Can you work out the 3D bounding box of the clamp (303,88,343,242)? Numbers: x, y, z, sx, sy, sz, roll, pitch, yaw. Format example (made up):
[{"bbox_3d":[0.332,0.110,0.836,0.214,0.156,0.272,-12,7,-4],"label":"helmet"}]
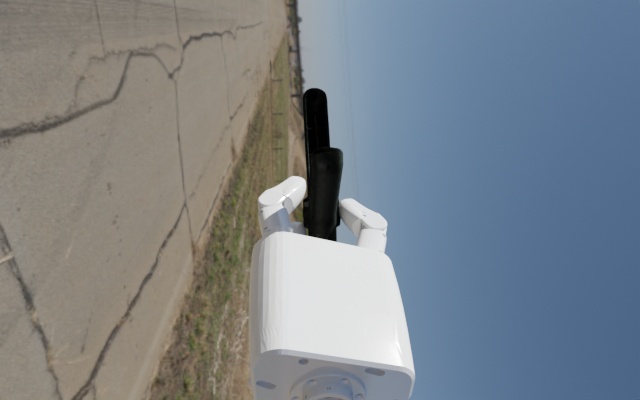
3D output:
[{"bbox_3d":[0.001,0.002,0.473,0.036,0.210,0.164,-2,37,-2],"label":"clamp"}]
